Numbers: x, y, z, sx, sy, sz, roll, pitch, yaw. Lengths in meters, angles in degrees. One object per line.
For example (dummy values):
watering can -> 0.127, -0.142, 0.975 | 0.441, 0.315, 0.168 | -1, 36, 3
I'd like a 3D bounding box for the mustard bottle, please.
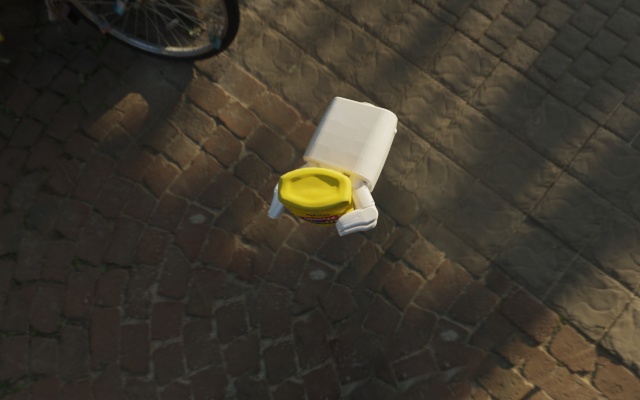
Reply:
mustard bottle -> 0.000, 0.003, 0.704 | 0.096, 0.058, 0.192 | -1, -11, 6
